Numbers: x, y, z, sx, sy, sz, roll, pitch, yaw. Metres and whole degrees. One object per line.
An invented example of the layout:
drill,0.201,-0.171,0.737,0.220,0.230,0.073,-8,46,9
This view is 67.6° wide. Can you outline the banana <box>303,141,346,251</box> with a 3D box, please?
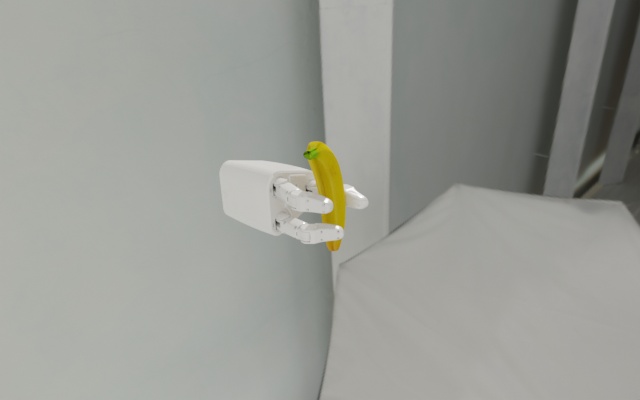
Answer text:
banana,0.007,-0.013,0.665,0.037,0.069,0.198,11,-39,26
